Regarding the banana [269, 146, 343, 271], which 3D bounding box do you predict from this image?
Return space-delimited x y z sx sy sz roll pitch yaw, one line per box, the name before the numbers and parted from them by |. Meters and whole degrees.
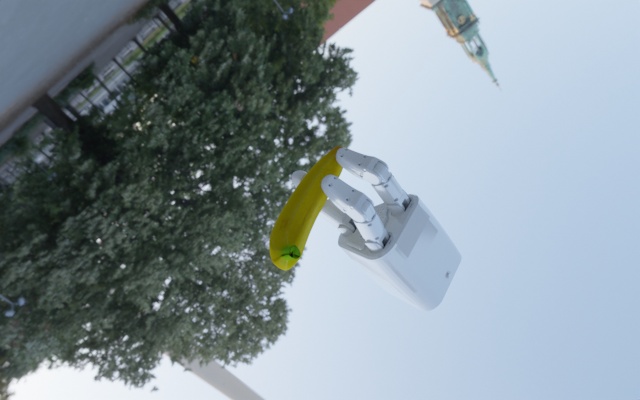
banana | -0.014 0.012 0.513 0.070 0.037 0.197 -31 23 33
